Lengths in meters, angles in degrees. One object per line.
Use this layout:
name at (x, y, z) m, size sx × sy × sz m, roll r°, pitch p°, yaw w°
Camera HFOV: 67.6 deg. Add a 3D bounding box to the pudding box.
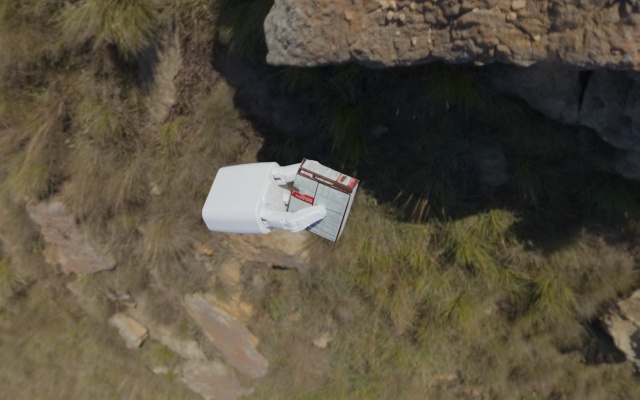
pudding box at (0.000, 0.002, 0.723) m, size 0.090 × 0.114 × 0.039 m, roll 22°, pitch 46°, yaw 7°
